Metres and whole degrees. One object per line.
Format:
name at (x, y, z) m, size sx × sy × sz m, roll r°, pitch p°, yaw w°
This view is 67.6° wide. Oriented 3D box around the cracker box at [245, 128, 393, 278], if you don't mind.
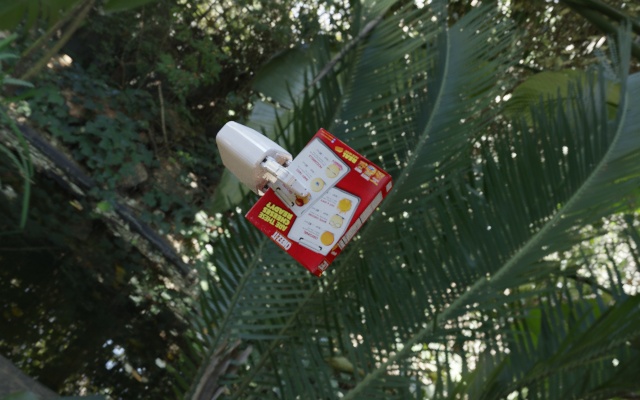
cracker box at (0.000, 0.003, 0.852) m, size 0.164 × 0.213 × 0.072 m, roll 37°, pitch -7°, yaw 21°
